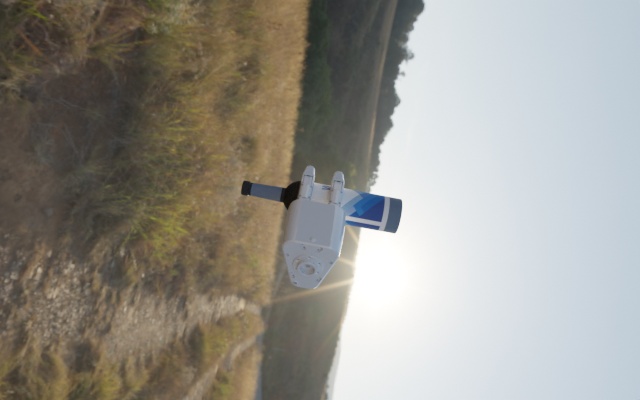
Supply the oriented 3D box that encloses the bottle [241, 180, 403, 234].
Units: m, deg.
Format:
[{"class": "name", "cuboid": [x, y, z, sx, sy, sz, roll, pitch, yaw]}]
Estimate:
[{"class": "bottle", "cuboid": [0.000, 0.003, 0.888, 0.296, 0.069, 0.069, 11, 0, -1]}]
